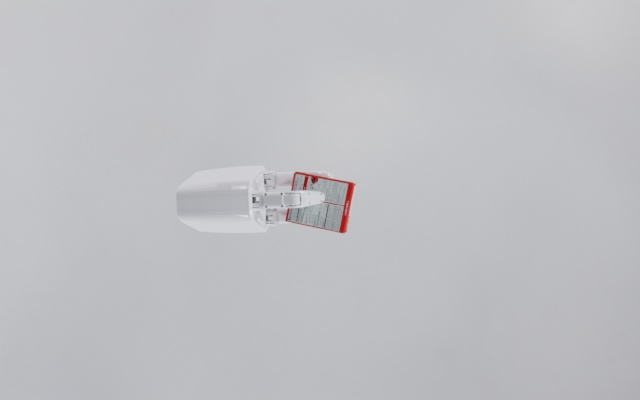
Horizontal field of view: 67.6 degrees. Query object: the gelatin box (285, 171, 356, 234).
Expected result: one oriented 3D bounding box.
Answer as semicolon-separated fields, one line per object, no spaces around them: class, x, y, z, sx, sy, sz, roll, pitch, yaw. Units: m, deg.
gelatin box;0.000;0.002;0.678;0.089;0.073;0.030;11;4;10
